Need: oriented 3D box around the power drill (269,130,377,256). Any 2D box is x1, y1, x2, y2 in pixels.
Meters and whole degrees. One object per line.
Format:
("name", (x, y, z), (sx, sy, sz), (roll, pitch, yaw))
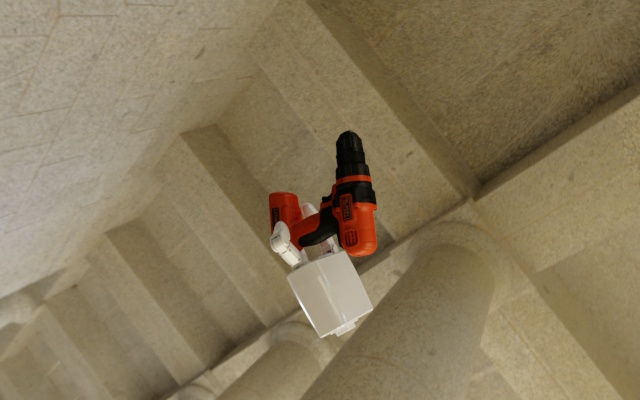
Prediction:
("power drill", (0.000, 0.003, 0.732), (0.057, 0.184, 0.188), (8, -19, -44))
